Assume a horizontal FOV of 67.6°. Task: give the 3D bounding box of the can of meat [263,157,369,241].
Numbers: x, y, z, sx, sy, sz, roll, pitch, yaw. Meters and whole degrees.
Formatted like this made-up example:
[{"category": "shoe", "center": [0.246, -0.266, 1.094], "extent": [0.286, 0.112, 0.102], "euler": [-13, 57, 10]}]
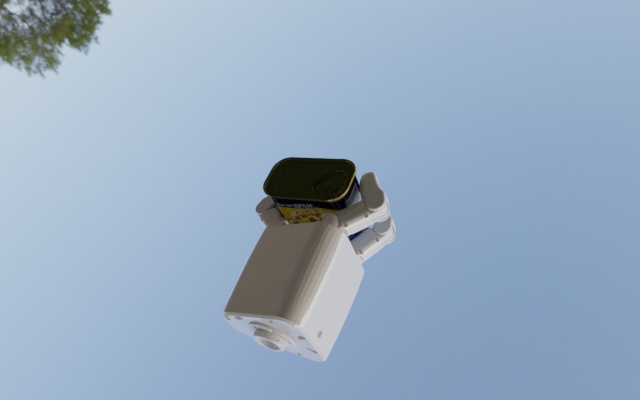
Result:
[{"category": "can of meat", "center": [0.000, 0.002, 0.532], "extent": [0.102, 0.057, 0.084], "euler": [4, -38, 28]}]
